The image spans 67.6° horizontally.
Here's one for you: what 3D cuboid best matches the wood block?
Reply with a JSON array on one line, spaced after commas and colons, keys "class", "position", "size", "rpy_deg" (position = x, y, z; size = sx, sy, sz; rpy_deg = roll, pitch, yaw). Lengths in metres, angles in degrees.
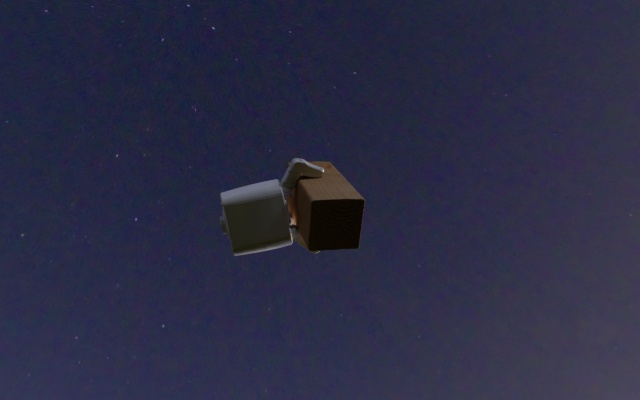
[{"class": "wood block", "position": [0.000, 0.002, 0.853], "size": [0.090, 0.091, 0.206], "rpy_deg": [-1, 22, -15]}]
